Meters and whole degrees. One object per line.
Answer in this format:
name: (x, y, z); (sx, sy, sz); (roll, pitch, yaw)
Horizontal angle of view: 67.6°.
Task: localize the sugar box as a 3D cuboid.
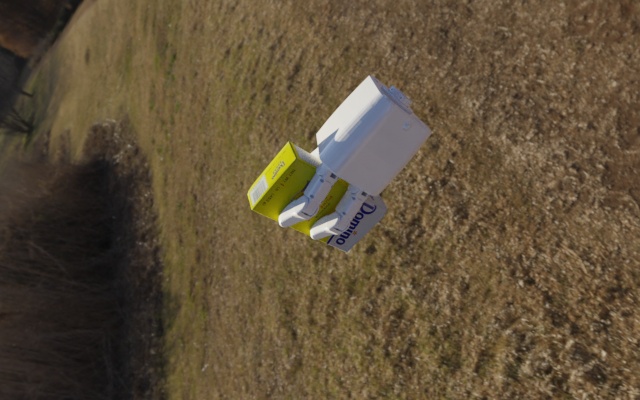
sugar box: (0.000, 0.002, 0.640); (0.176, 0.093, 0.048); (28, 25, -34)
